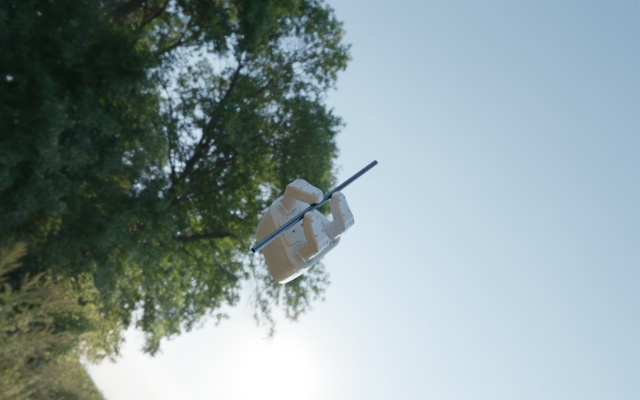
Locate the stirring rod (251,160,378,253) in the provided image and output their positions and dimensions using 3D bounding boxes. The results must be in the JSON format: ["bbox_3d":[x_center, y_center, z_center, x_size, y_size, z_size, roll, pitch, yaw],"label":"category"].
[{"bbox_3d":[0.000,0.002,0.648,0.239,0.011,0.011,-36,21,-32],"label":"stirring rod"}]
